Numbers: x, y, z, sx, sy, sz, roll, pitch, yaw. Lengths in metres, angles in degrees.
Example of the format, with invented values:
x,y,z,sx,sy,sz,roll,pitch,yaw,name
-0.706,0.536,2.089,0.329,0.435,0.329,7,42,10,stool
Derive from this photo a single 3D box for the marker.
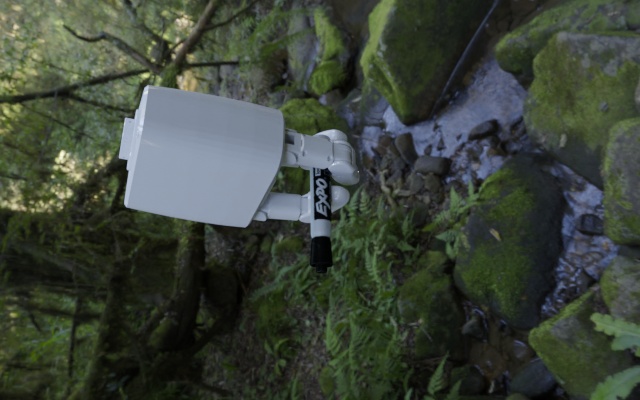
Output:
x,y,z,sx,sy,sz,roll,pitch,yaw,name
0.000,0.001,0.403,0.020,0.121,0.020,-1,-22,0,marker
